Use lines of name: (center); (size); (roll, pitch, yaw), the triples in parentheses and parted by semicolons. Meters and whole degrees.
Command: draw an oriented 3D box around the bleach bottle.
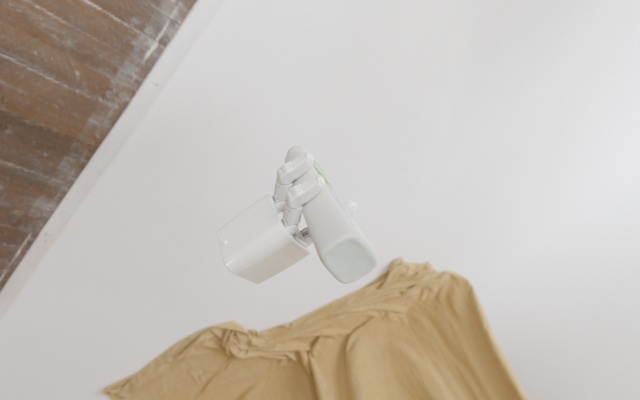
bleach bottle: (0.000, 0.002, 0.730); (0.068, 0.250, 0.103); (-33, -46, 6)
